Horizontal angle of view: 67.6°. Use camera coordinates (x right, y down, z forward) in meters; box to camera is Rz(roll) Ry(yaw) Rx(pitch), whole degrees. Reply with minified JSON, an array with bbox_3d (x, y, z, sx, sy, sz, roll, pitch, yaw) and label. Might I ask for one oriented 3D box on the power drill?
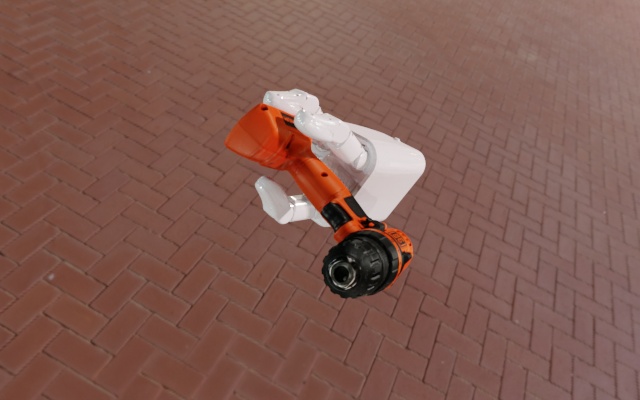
[{"bbox_3d":[0.000,0.001,0.419,0.057,0.187,0.184,-43,-14,12],"label":"power drill"}]
